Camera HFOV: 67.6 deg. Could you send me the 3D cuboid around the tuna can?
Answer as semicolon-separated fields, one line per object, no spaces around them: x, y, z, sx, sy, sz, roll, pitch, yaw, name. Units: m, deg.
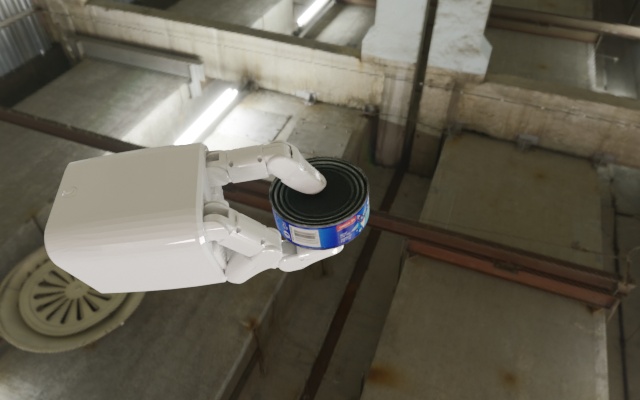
0.000;0.002;0.417;0.086;0.086;0.034;-4;-45;4;tuna can
